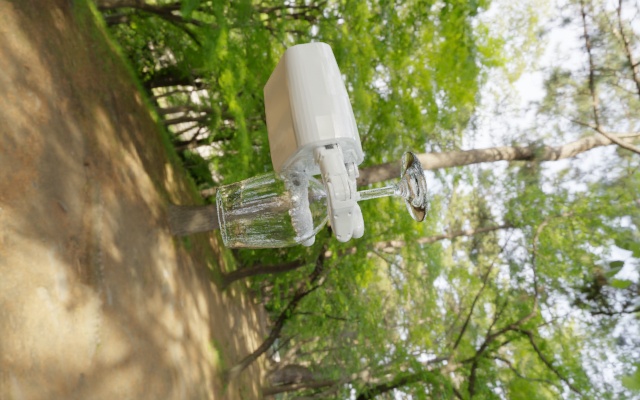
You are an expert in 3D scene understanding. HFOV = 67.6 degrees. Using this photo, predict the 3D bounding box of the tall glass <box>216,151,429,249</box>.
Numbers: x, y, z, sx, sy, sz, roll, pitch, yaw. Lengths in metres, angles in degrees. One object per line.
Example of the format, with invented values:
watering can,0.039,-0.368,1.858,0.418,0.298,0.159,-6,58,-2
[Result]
tall glass,0.001,0.002,0.482,0.201,0.079,0.079,-10,1,-7
